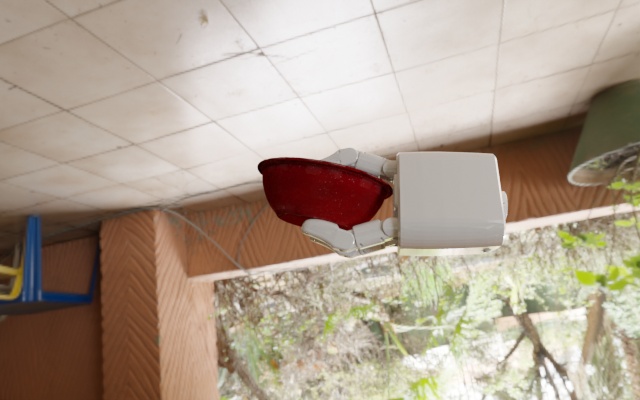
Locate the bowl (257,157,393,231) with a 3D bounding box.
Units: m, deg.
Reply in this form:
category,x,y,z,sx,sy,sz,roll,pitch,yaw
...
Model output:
category,x,y,z,sx,sy,sz,roll,pitch,yaw
bowl,-0.001,0.002,0.555,0.162,0.055,0.162,11,-12,2
